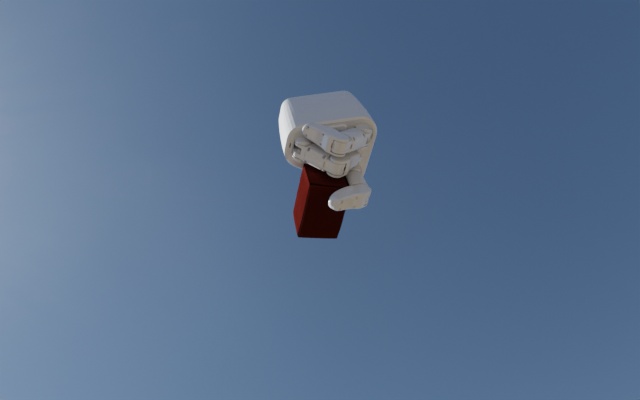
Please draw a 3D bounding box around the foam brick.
[{"bbox_3d":[0.000,0.002,0.596,0.053,0.078,0.051,5,32,-16],"label":"foam brick"}]
